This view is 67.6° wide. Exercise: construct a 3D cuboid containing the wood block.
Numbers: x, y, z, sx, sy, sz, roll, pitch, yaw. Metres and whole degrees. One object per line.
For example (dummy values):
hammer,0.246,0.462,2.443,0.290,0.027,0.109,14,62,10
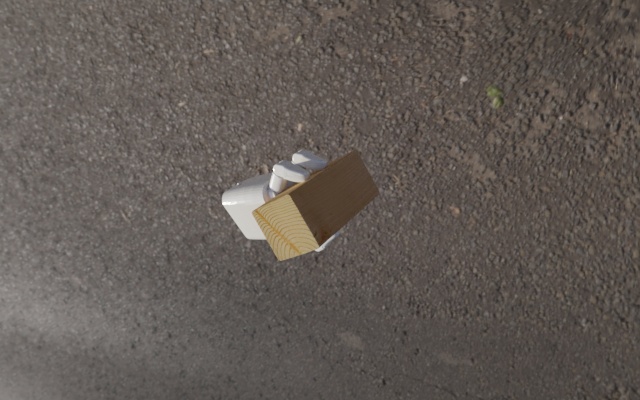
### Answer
wood block,0.000,0.003,0.775,0.090,0.091,0.206,-23,9,39
